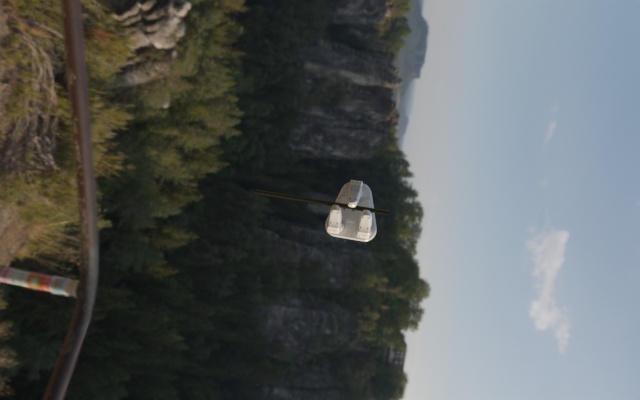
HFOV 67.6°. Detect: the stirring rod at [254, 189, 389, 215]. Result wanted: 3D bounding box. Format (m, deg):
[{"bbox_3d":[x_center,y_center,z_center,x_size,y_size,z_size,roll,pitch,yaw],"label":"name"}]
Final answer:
[{"bbox_3d":[0.000,0.003,0.846,0.239,0.011,0.011,9,1,7],"label":"stirring rod"}]
